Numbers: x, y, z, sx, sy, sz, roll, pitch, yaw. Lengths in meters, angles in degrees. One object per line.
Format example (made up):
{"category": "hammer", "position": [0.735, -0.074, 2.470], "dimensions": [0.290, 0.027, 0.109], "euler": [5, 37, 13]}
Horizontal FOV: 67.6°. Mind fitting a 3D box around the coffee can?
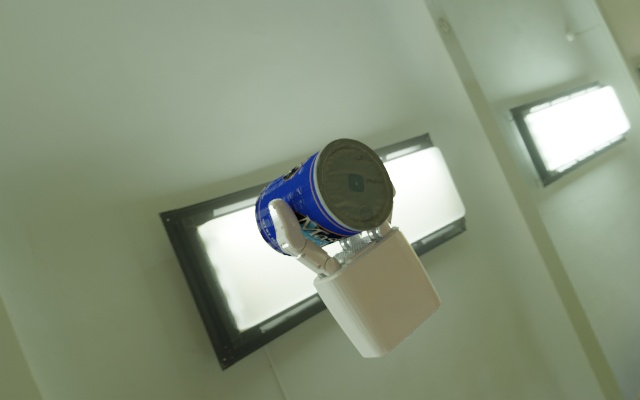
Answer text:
{"category": "coffee can", "position": [0.000, 0.002, 0.556], "dimensions": [0.103, 0.102, 0.140], "euler": [0, -17, -35]}
